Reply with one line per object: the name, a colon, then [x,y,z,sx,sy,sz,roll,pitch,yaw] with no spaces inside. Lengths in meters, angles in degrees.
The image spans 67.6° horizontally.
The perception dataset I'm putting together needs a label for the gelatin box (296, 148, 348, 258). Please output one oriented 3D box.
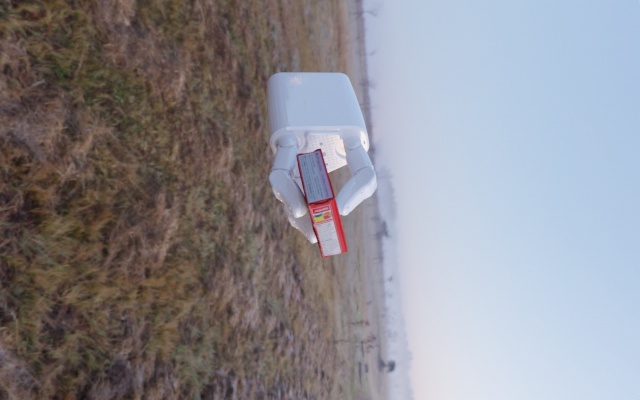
gelatin box: [0.001,0.002,0.488,0.030,0.073,0.089,-15,40,-1]
